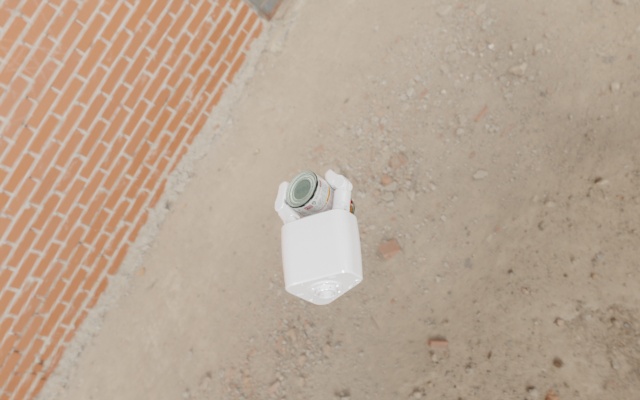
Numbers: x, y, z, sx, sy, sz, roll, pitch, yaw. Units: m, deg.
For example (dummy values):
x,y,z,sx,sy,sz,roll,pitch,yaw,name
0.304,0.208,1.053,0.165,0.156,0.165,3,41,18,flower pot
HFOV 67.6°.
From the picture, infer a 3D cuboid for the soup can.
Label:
x,y,z,sx,sy,sz,roll,pitch,yaw,name
0.000,0.002,0.790,0.068,0.068,0.102,0,-25,44,soup can
